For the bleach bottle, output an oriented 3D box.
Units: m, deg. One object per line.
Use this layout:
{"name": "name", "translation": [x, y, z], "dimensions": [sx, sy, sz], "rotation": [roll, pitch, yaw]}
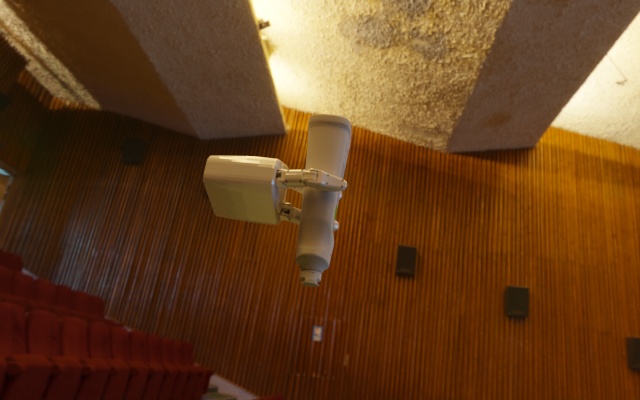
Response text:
{"name": "bleach bottle", "translation": [0.000, 0.002, 0.724], "dimensions": [0.068, 0.250, 0.103], "rotation": [6, -20, 6]}
